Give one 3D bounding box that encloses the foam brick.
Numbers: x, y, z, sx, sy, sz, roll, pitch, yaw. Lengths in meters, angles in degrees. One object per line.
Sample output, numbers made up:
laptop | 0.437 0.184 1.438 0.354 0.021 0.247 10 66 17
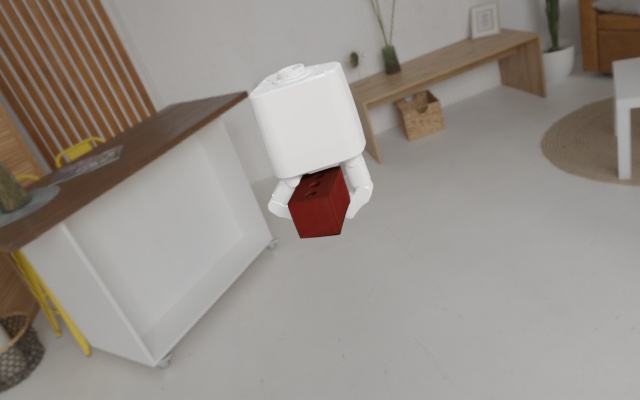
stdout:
foam brick | 0.000 0.002 0.575 0.053 0.051 0.078 -9 29 19
